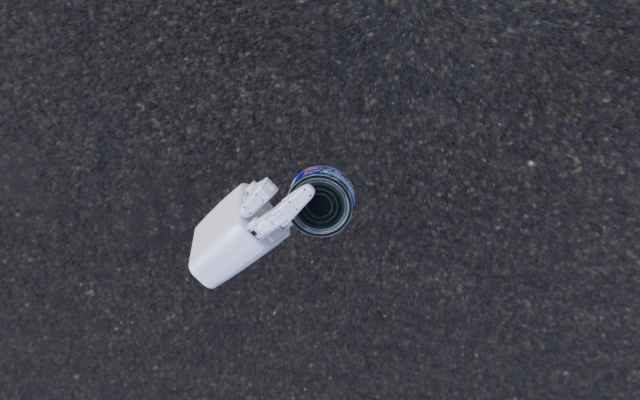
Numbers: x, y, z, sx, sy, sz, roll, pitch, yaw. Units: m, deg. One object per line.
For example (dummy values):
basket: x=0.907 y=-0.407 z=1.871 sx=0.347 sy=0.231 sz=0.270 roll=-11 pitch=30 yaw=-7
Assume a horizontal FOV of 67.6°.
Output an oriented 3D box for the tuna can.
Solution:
tuna can: x=0.000 y=0.002 z=0.595 sx=0.086 sy=0.086 sz=0.033 roll=0 pitch=20 yaw=6
